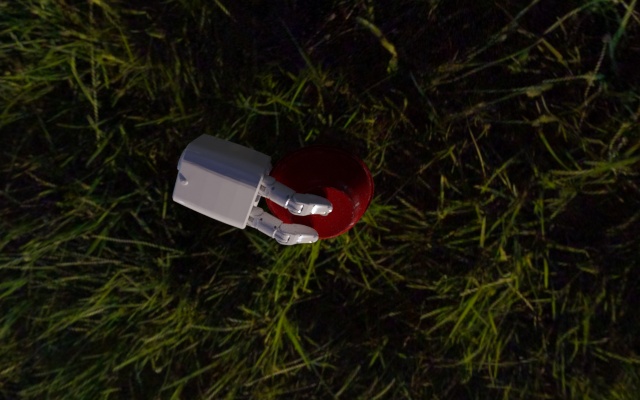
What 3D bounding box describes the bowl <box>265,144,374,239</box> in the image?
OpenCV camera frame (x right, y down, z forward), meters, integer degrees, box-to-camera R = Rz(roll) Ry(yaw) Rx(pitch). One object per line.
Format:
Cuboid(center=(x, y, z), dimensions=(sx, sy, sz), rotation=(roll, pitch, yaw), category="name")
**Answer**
Cuboid(center=(0.001, 0.003, 0.685), dimensions=(0.162, 0.162, 0.055), rotation=(0, 36, -4), category="bowl")
